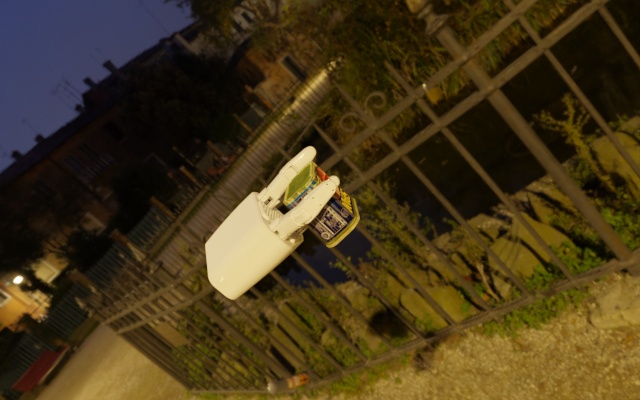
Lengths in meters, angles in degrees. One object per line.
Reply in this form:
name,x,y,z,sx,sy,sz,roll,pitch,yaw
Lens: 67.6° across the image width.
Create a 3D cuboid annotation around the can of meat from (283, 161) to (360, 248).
can of meat,0.000,0.002,0.631,0.084,0.057,0.102,43,14,-13
